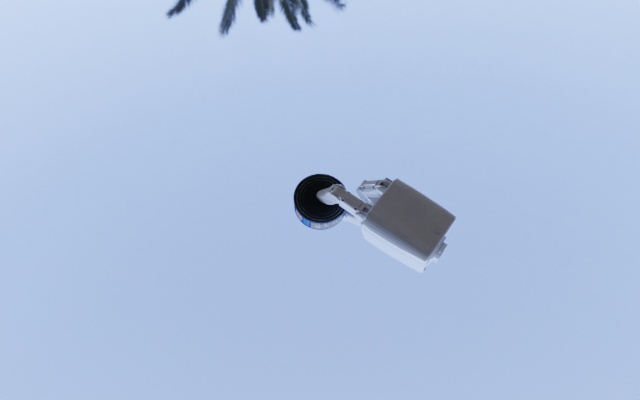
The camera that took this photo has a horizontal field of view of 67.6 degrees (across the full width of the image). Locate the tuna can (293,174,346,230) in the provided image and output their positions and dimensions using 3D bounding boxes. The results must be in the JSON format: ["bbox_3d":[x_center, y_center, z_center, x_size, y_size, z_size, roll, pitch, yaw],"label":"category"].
[{"bbox_3d":[0.000,0.003,0.758,0.086,0.086,0.034,0,-26,-2],"label":"tuna can"}]
